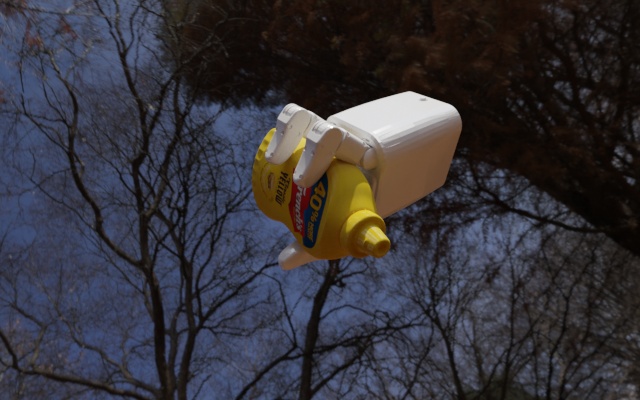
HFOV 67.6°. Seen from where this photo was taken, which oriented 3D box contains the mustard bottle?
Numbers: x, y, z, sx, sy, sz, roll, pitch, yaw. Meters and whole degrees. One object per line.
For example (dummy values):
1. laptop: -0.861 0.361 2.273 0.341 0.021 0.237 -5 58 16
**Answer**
1. mustard bottle: 0.000 0.001 0.457 0.058 0.096 0.191 1 23 -36
